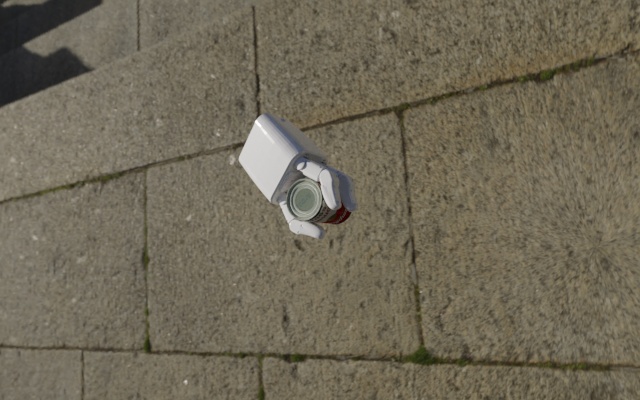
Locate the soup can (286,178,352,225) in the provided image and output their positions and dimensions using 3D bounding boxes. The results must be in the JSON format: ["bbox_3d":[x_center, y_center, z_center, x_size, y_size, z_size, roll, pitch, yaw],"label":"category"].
[{"bbox_3d":[0.000,0.003,0.762,0.068,0.068,0.102,0,-5,30],"label":"soup can"}]
